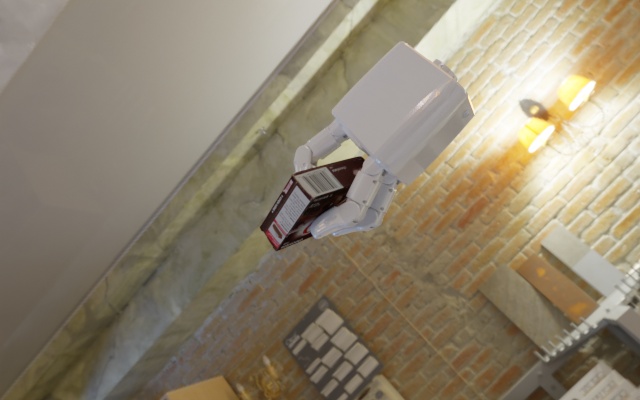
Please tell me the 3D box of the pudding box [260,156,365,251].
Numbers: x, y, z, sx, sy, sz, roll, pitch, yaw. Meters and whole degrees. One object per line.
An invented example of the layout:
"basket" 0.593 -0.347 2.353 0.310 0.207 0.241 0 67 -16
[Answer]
"pudding box" 0.000 0.002 0.519 0.113 0.039 0.090 -16 -30 -44
